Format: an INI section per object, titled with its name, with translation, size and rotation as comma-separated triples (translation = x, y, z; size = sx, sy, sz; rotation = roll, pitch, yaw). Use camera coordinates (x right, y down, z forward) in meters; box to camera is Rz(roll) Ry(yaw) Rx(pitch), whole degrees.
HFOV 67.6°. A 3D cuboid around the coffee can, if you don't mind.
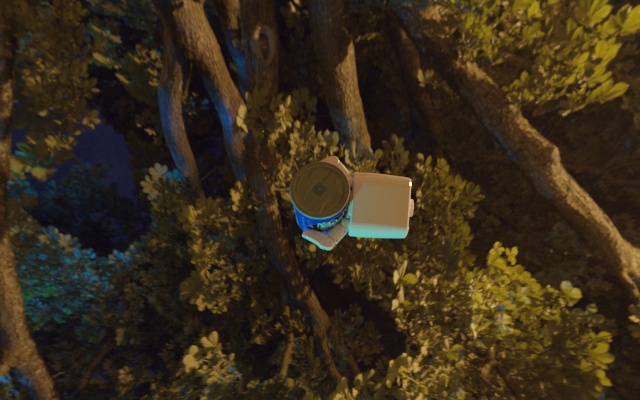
[coffee can]
translation = 0.000, 0.003, 0.875
size = 0.103, 0.102, 0.140
rotation = 0, -18, 1
